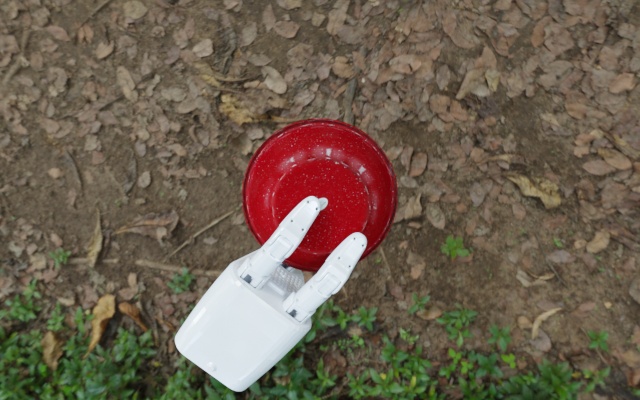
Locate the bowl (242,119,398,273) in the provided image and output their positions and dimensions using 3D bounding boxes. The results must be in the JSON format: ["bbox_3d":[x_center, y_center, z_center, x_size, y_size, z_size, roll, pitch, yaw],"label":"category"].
[{"bbox_3d":[0.001,0.000,0.468,0.162,0.162,0.055,0,10,-1],"label":"bowl"}]
